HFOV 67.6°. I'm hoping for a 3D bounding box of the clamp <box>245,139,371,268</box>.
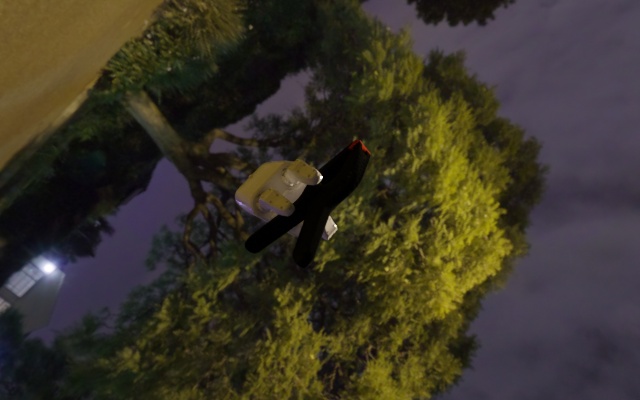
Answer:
[{"bbox_3d":[0.001,0.002,0.619,0.036,0.210,0.164,49,-15,-23],"label":"clamp"}]
